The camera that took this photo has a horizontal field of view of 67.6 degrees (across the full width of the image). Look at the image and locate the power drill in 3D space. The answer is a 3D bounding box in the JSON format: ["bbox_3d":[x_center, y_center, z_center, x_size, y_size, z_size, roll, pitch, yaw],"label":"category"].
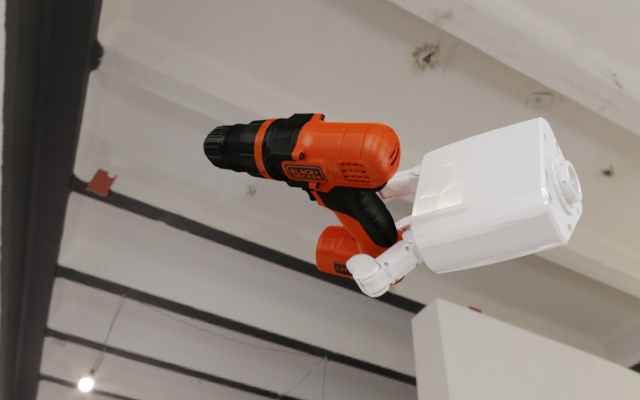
[{"bbox_3d":[0.000,0.002,0.439,0.184,0.057,0.188,7,-33,33],"label":"power drill"}]
